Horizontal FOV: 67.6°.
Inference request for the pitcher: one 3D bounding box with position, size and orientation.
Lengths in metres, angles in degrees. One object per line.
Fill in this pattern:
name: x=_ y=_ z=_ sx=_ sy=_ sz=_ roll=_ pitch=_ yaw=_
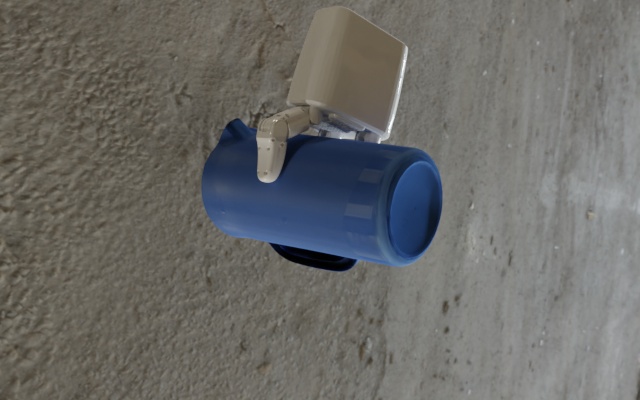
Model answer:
pitcher: x=0.000 y=0.001 z=0.505 sx=0.243 sy=0.145 sz=0.149 roll=10 pitch=-7 yaw=42
